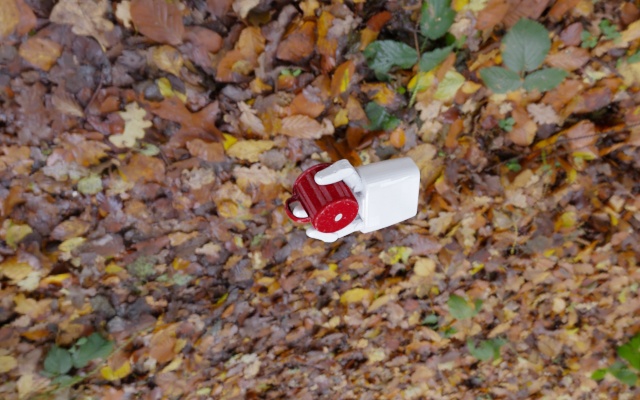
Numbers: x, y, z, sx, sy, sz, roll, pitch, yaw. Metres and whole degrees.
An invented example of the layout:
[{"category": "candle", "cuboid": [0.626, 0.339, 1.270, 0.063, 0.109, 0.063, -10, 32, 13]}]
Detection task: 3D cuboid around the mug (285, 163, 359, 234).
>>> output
[{"category": "mug", "cuboid": [-0.001, 0.003, 0.775, 0.117, 0.081, 0.093, -17, -39, -17]}]
